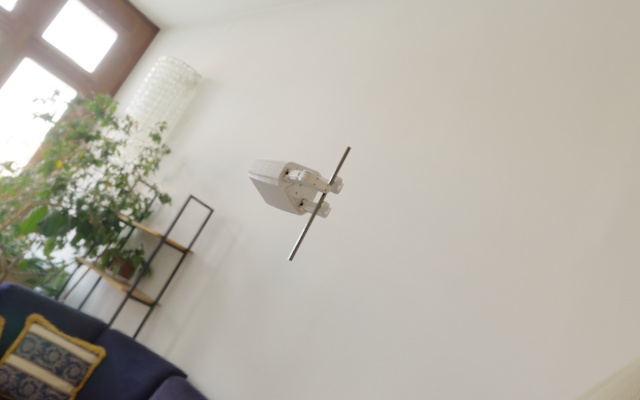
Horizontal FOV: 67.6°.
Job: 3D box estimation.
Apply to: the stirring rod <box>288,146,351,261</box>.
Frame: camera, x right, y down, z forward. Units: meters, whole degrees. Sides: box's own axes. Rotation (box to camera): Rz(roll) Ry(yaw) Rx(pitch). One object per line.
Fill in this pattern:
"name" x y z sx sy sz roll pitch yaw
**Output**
"stirring rod" 0.000 0.003 0.874 0.011 0.239 0.011 26 -14 7
